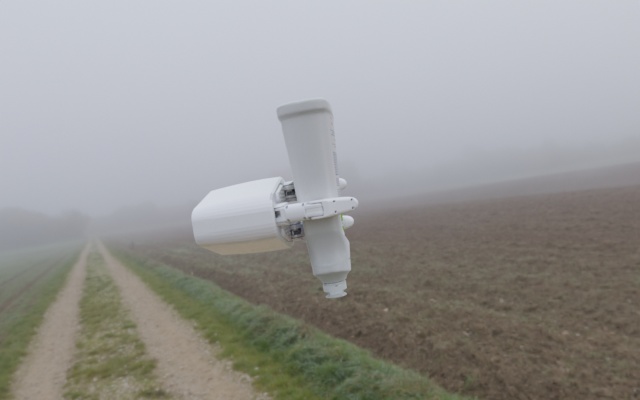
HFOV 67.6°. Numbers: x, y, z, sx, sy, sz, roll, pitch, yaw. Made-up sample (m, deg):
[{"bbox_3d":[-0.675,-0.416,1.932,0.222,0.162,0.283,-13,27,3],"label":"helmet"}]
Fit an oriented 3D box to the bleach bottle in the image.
[{"bbox_3d":[0.000,0.002,0.620,0.068,0.251,0.102,-9,0,8],"label":"bleach bottle"}]
